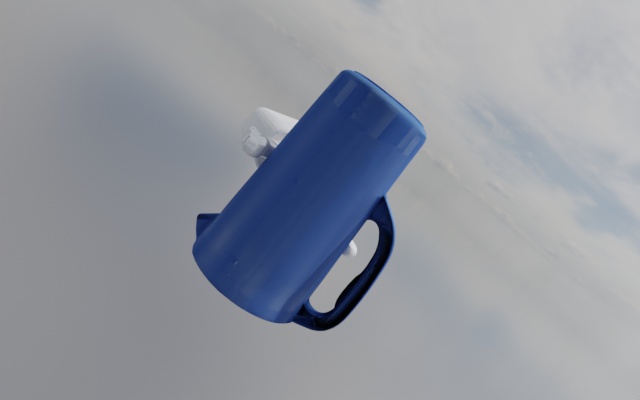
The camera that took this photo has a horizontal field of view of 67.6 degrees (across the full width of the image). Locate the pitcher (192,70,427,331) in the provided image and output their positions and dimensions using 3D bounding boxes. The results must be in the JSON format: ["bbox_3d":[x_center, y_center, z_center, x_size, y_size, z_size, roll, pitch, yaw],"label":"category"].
[{"bbox_3d":[0.000,0.001,0.484,0.149,0.243,0.145,33,11,-33],"label":"pitcher"}]
